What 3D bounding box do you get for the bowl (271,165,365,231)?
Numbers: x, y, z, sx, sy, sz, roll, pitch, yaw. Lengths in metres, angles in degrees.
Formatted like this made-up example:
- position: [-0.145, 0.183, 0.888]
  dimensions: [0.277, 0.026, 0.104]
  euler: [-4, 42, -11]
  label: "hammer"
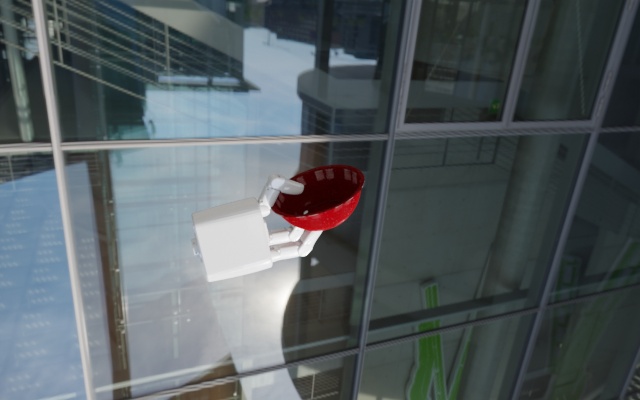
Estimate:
- position: [0.002, 0.003, 0.791]
  dimensions: [0.162, 0.055, 0.162]
  euler: [-14, 29, 8]
  label: "bowl"
